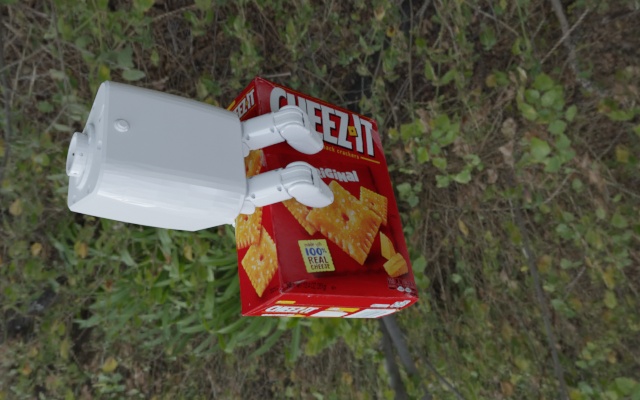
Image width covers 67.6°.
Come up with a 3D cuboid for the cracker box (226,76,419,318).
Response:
[{"bbox_3d":[0.000,0.002,0.466,0.164,0.213,0.072,12,-33,-38],"label":"cracker box"}]
